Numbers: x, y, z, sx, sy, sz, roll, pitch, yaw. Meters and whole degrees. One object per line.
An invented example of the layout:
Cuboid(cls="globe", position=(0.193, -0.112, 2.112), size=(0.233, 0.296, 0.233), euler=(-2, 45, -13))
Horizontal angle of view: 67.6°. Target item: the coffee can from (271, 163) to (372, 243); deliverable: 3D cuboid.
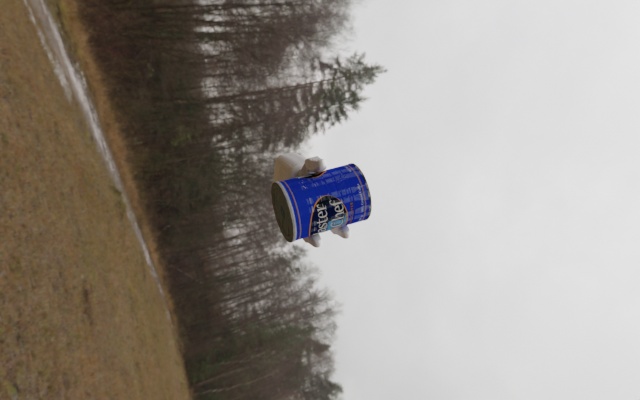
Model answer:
Cuboid(cls="coffee can", position=(0.000, 0.003, 0.801), size=(0.140, 0.103, 0.103), euler=(-15, 5, -18))
